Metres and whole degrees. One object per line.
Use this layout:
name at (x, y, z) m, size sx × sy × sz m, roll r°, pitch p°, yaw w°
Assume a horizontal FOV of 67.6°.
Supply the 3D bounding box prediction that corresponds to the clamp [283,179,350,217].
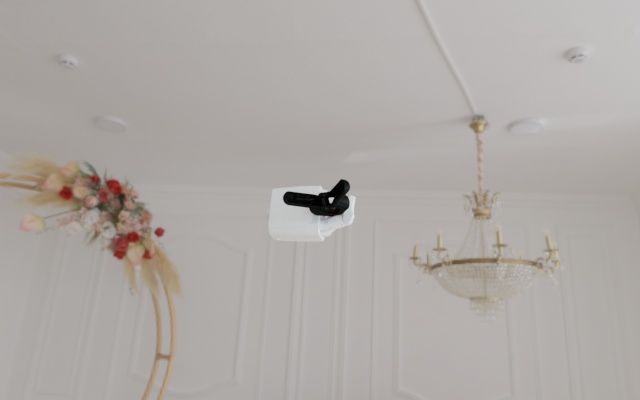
clamp at (0.000, 0.002, 0.893) m, size 0.120 × 0.039 × 0.171 m, roll -4°, pitch -18°, yaw 6°
